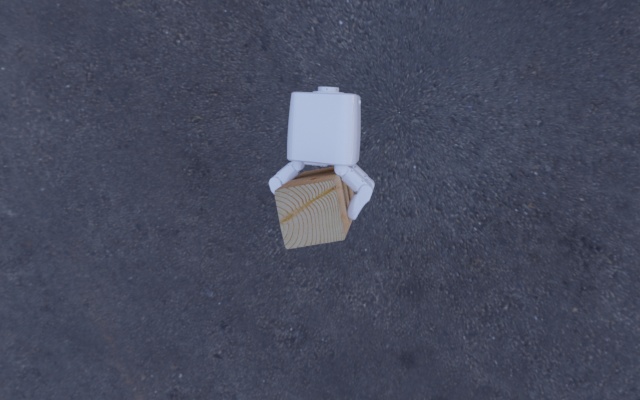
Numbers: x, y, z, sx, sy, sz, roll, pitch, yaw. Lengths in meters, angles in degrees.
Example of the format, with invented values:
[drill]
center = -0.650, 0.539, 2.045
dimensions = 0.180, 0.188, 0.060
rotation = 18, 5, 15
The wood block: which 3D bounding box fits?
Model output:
[wood block]
center = 0.000, 0.002, 0.771
dimensions = 0.091, 0.090, 0.206
rotation = -9, 9, 11
